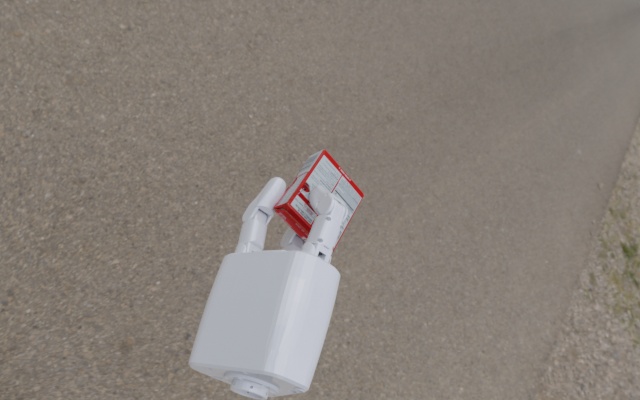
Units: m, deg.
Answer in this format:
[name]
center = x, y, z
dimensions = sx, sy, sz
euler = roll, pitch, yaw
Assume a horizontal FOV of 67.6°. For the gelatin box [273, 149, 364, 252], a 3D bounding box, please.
[gelatin box]
center = 0.001, 0.001, 0.513
dimensions = 0.073, 0.089, 0.030
euler = 47, -37, -21
